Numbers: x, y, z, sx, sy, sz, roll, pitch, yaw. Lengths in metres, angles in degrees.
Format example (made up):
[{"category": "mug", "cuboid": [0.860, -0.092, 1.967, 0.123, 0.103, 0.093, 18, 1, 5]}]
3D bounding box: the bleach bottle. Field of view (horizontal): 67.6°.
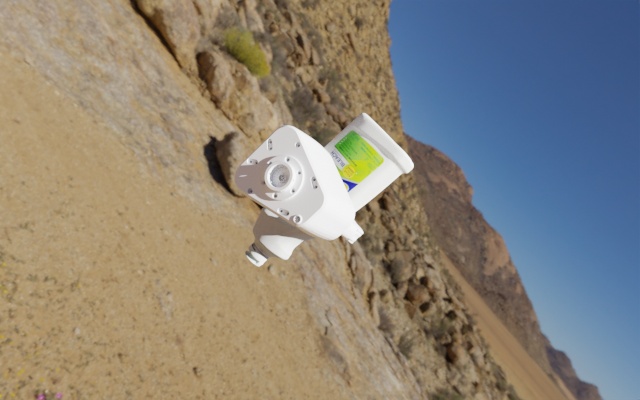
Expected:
[{"category": "bleach bottle", "cuboid": [0.000, 0.002, 0.651, 0.251, 0.102, 0.068, -43, -22, 7]}]
